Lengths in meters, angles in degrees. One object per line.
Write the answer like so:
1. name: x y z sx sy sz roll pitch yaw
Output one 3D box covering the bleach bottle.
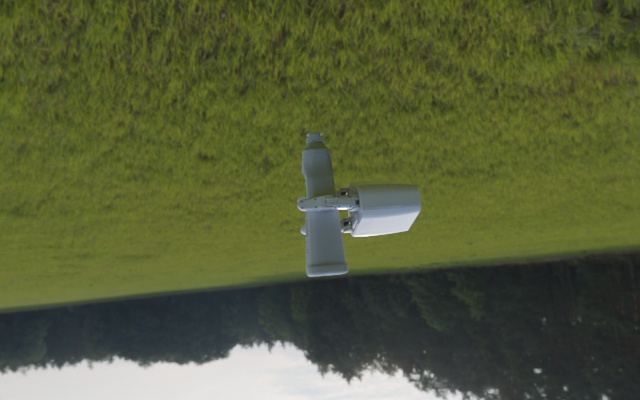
1. bleach bottle: 0.000 0.003 0.825 0.068 0.250 0.102 -4 -10 -7
